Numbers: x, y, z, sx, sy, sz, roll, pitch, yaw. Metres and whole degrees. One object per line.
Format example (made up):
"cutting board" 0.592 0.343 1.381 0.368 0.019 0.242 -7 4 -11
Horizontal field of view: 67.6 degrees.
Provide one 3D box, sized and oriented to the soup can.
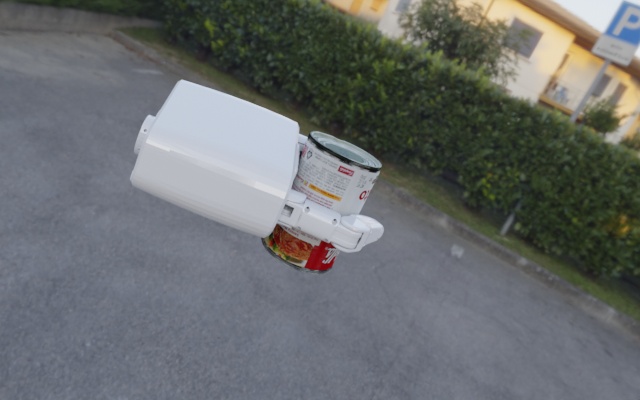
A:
"soup can" 0.001 0.001 0.404 0.068 0.102 0.068 23 18 -8
